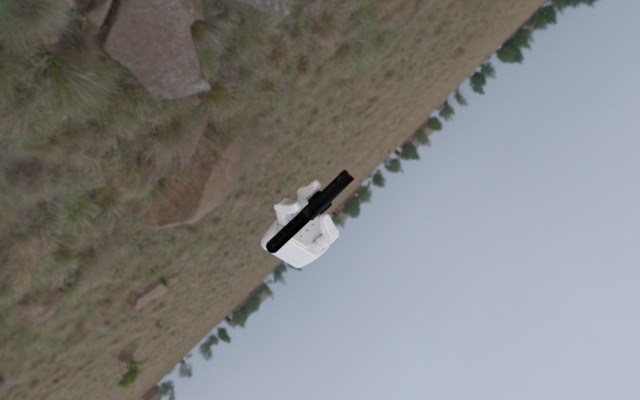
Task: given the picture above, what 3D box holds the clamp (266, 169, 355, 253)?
[{"bbox_3d":[0.001,0.003,0.847,0.210,0.036,0.165,-43,1,-33],"label":"clamp"}]
